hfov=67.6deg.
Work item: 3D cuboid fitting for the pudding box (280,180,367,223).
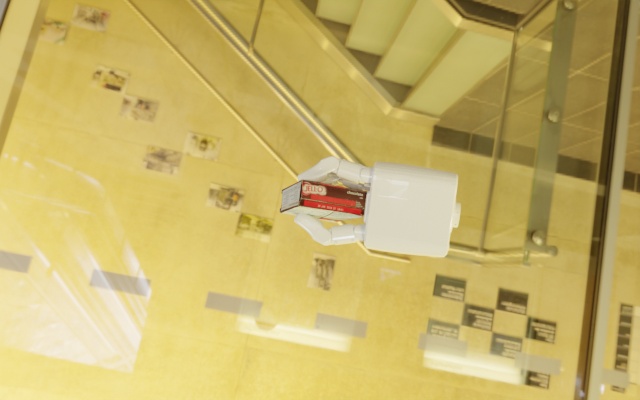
[{"bbox_3d":[0.000,0.002,0.648,0.090,0.039,0.113,11,-11,-17],"label":"pudding box"}]
